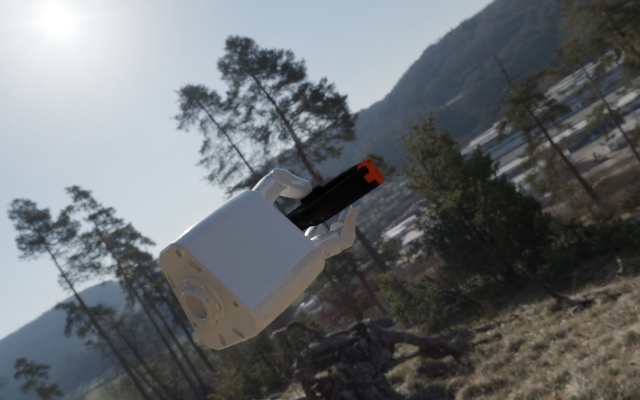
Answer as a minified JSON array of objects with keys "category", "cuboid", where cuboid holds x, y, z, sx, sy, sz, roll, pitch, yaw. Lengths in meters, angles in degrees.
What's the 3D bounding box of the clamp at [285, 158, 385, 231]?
[{"category":"clamp","cuboid":[0.000,0.001,0.566,0.210,0.036,0.164,-33,8,41]}]
